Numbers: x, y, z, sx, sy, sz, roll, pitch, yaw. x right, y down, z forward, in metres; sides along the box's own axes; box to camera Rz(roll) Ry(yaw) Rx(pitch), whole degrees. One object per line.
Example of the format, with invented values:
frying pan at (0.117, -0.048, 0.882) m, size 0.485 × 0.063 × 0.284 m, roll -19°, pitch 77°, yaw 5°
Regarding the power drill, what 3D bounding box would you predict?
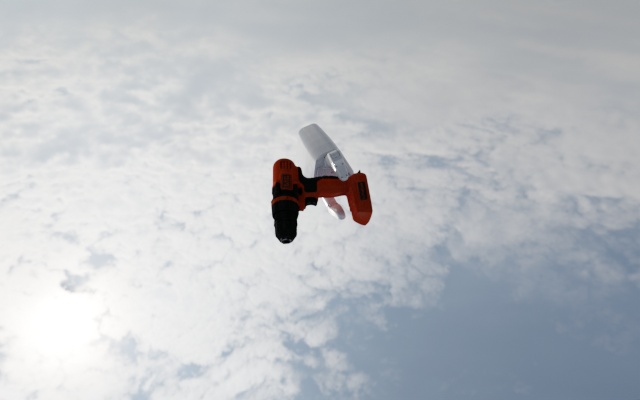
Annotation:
power drill at (0.001, 0.003, 0.898) m, size 0.187 × 0.184 × 0.057 m, roll 5°, pitch -36°, yaw -13°
